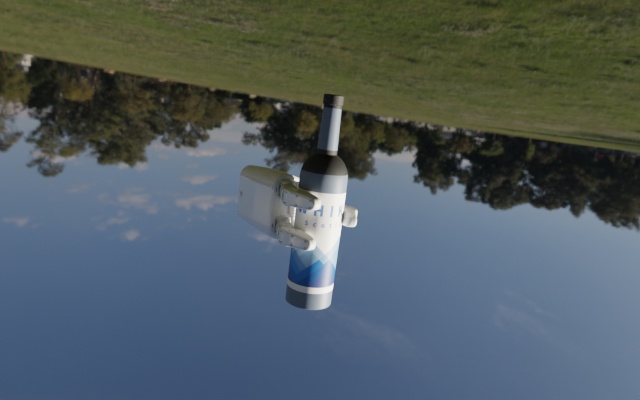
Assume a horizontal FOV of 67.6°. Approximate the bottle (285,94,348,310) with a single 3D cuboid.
[{"bbox_3d":[0.000,0.002,0.666,0.069,0.296,0.069,7,11,-1],"label":"bottle"}]
